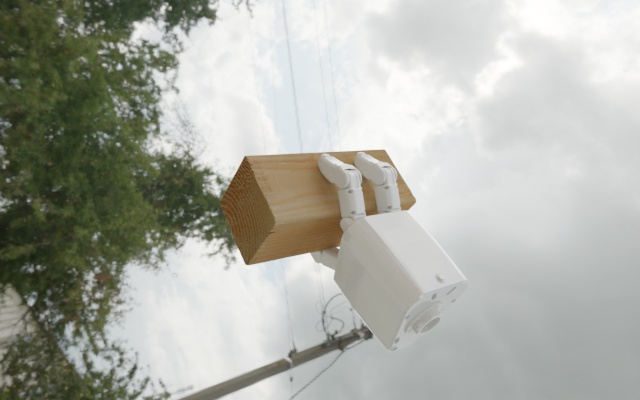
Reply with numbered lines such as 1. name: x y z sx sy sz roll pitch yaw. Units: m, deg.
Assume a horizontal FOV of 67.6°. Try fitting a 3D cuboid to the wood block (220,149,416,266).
1. wood block: 0.000 0.002 0.573 0.206 0.090 0.091 -7 -32 -37
